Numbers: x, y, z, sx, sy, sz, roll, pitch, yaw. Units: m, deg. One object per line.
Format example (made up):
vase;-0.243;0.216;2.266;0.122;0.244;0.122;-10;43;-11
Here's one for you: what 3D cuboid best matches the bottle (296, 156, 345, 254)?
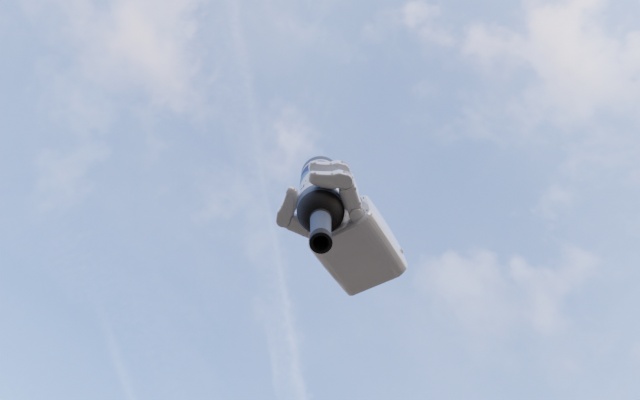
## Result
bottle;0.000;0.002;0.690;0.069;0.069;0.295;0;19;0
